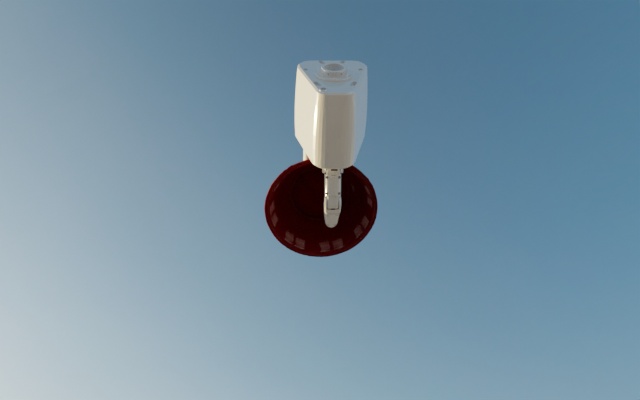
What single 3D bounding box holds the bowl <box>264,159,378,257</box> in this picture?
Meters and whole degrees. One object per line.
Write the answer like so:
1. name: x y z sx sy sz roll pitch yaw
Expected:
1. bowl: 0.000 0.003 0.703 0.162 0.162 0.055 0 28 -3
